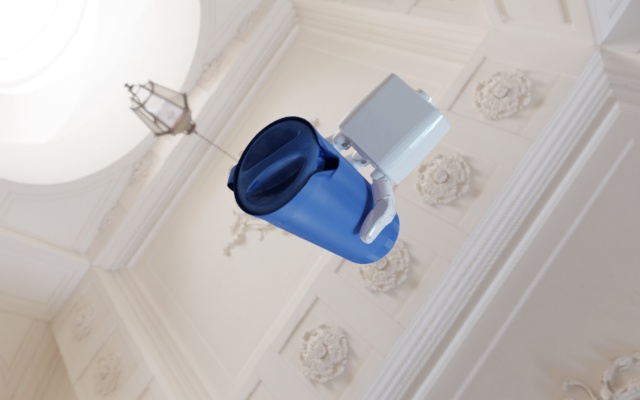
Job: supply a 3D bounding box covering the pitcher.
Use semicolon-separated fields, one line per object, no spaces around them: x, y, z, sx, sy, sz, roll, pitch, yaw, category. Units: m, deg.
0.000;0.002;0.657;0.243;0.145;0.149;35;12;-46;pitcher
